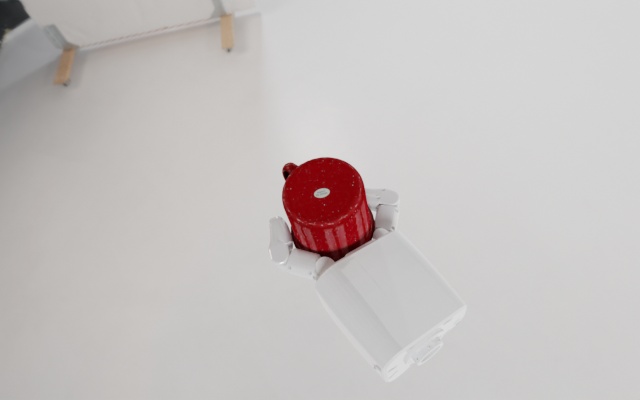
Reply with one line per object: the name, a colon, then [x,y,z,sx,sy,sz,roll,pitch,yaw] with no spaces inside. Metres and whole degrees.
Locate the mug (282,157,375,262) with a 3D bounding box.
mug: [-0.001,0.001,0.496,0.093,0.117,0.081,-37,-29,-12]
